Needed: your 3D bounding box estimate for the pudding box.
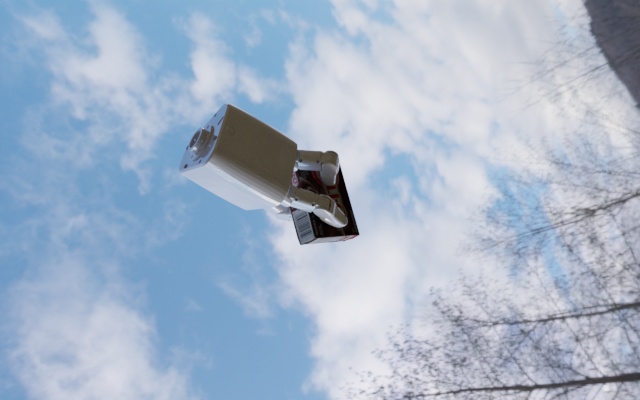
[{"bbox_3d":[0.000,0.002,0.660,0.090,0.113,0.039,-1,-18,-45],"label":"pudding box"}]
